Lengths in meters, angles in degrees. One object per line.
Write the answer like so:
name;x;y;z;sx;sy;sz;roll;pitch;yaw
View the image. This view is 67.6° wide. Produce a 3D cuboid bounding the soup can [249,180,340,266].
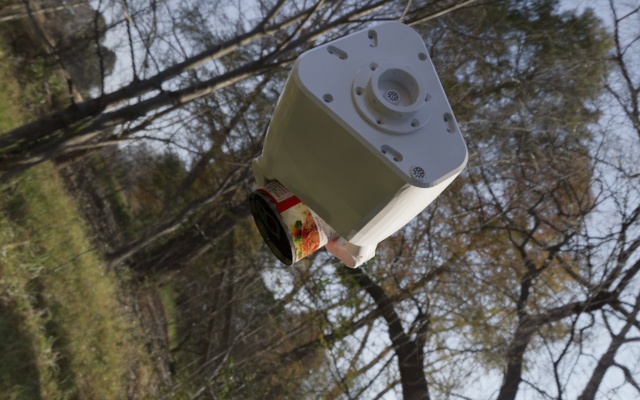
soup can;0.000;0.001;0.407;0.102;0.068;0.068;-28;12;-23
